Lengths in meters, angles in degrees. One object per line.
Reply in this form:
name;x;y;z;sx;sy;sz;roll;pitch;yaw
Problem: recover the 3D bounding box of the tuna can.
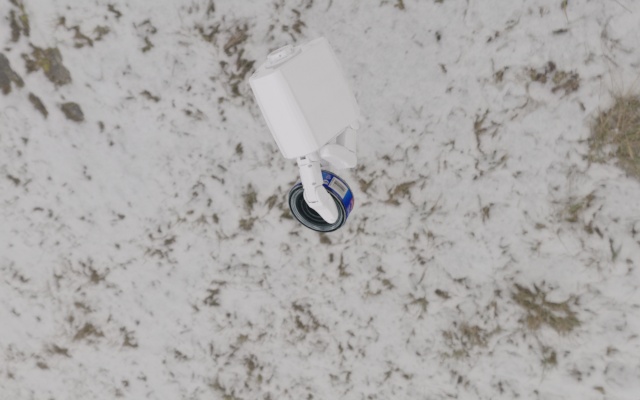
tuna can;0.000;0.003;0.643;0.086;0.086;0.033;0;37;27
